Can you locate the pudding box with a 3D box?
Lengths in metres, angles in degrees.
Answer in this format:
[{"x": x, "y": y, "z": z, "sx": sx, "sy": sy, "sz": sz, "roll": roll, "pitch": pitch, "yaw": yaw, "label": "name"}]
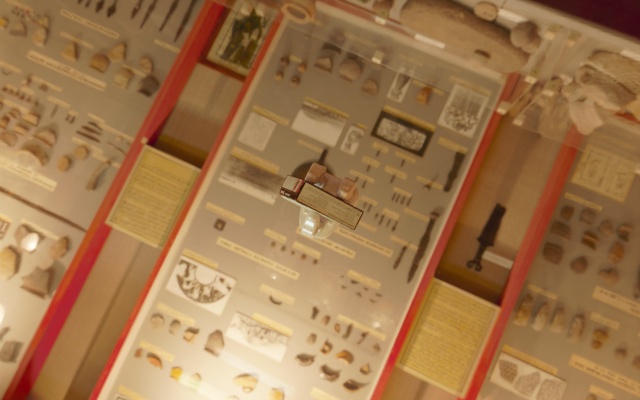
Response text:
[{"x": 0.000, "y": 0.003, "z": 0.753, "sx": 0.113, "sy": 0.039, "sz": 0.090, "roll": 26, "pitch": -3, "yaw": -22, "label": "pudding box"}]
